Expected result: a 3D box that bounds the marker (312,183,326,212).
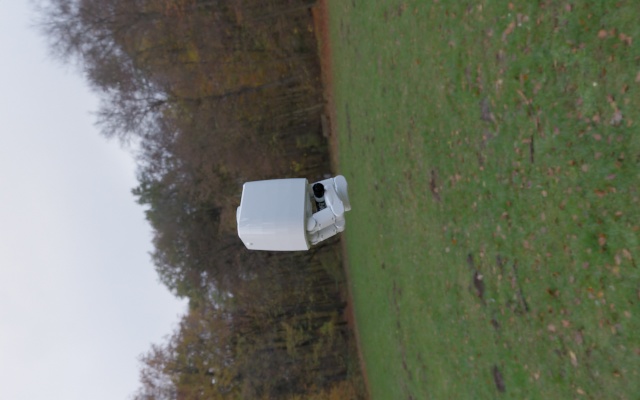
[{"bbox_3d":[0.000,0.003,0.798,0.020,0.020,0.121,0,-24,4],"label":"marker"}]
